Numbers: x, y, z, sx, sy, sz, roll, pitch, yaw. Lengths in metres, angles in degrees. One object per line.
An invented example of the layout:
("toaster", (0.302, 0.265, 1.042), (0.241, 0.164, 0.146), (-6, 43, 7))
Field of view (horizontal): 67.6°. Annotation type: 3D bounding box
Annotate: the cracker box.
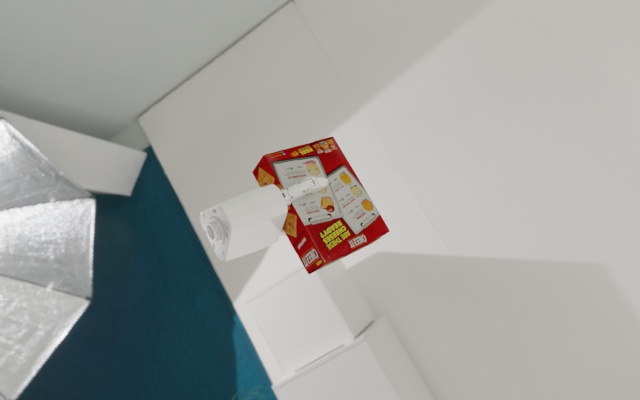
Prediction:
("cracker box", (0.000, 0.003, 0.862), (0.164, 0.213, 0.072), (-21, -15, -37))
